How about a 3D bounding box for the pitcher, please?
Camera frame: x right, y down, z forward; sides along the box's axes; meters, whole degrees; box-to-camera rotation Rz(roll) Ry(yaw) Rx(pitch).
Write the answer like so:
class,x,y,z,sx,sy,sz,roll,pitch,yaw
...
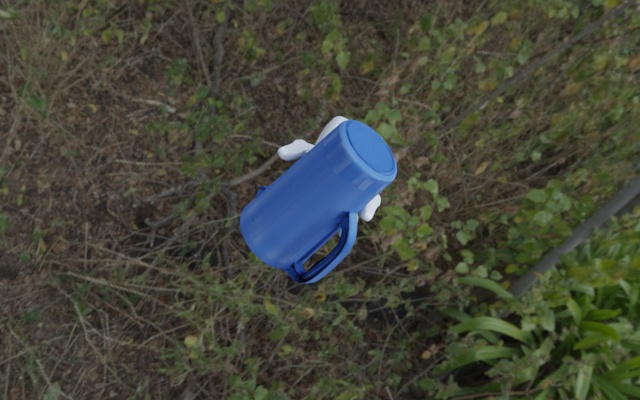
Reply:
class,x,y,z,sx,sy,sz,roll,pitch,yaw
pitcher,0.000,0.002,0.717,0.243,0.149,0.145,-41,15,34
